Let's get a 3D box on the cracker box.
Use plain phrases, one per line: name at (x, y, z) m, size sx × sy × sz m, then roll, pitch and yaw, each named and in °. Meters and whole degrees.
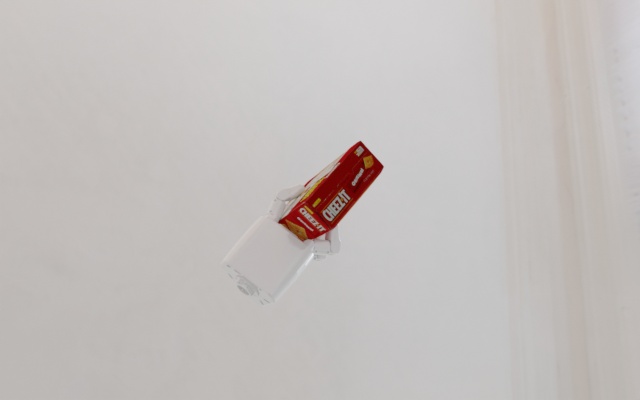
cracker box at (0.000, 0.003, 0.861) m, size 0.164 × 0.072 × 0.214 m, roll -49°, pitch 8°, yaw -29°
